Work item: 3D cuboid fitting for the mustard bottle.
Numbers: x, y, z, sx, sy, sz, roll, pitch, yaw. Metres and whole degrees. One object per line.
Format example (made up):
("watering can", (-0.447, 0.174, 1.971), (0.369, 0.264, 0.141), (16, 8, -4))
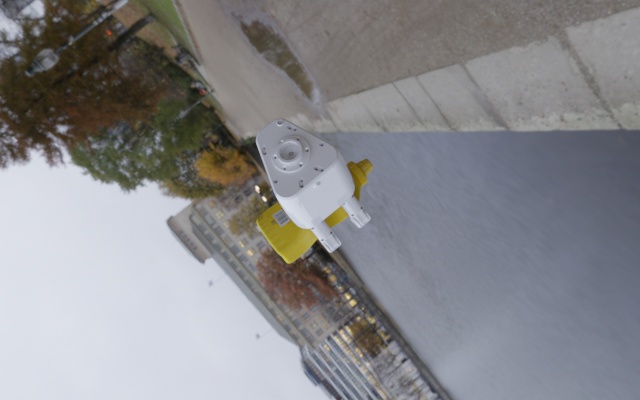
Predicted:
("mustard bottle", (0.000, 0.003, 0.718), (0.096, 0.191, 0.058), (47, -5, 48))
